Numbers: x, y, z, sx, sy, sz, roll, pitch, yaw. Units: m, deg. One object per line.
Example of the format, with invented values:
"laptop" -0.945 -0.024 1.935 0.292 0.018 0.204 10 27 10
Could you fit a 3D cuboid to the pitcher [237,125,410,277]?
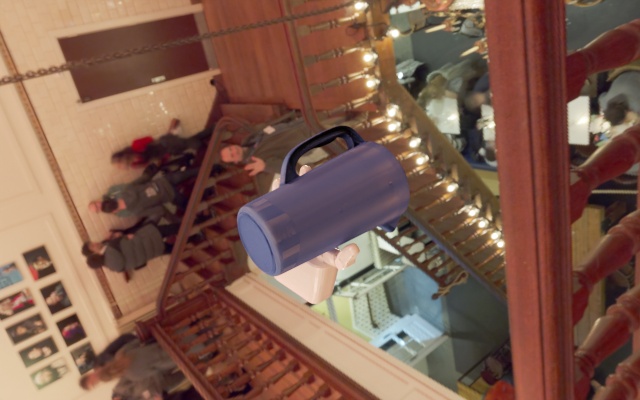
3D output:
"pitcher" 0.000 0.002 0.708 0.243 0.145 0.149 -26 51 -30
